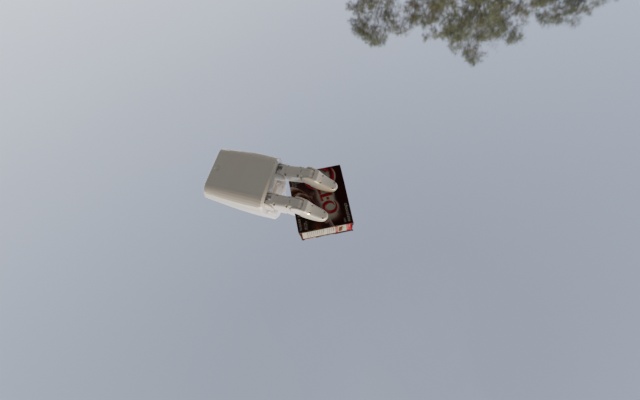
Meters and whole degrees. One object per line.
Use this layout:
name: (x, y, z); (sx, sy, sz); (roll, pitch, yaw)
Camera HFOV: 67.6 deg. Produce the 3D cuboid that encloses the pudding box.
pudding box: (0.000, 0.003, 0.785); (0.090, 0.113, 0.039); (-12, -24, -1)
